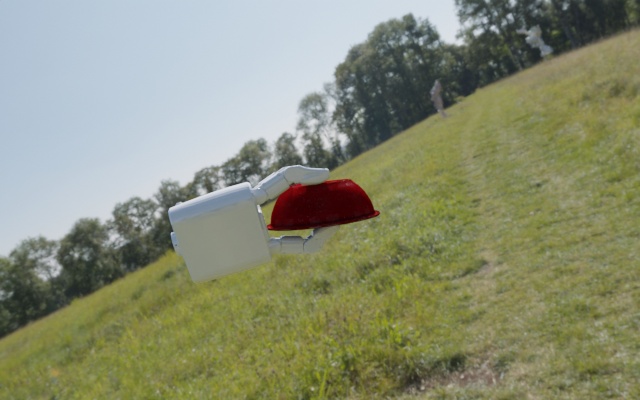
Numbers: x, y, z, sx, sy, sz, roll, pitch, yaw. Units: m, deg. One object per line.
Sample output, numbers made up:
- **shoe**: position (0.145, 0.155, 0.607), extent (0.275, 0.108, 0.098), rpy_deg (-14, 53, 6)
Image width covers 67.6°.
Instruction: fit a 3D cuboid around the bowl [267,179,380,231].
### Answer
- **bowl**: position (0.001, 0.002, 0.667), extent (0.162, 0.055, 0.162), rpy_deg (-7, 3, 0)
